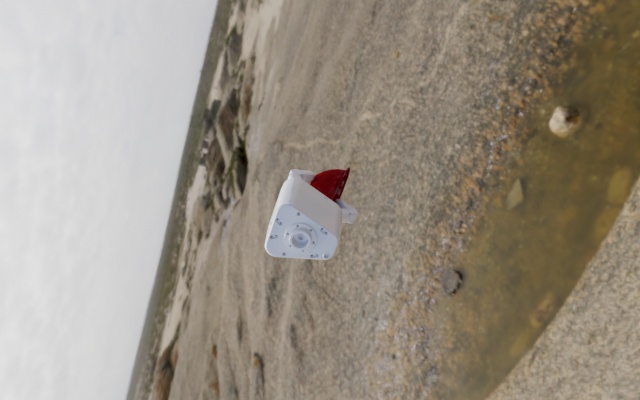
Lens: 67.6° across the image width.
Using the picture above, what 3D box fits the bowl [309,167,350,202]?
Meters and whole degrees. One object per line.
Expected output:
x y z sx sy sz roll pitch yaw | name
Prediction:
0.000 0.003 0.898 0.055 0.162 0.162 23 3 6 | bowl
